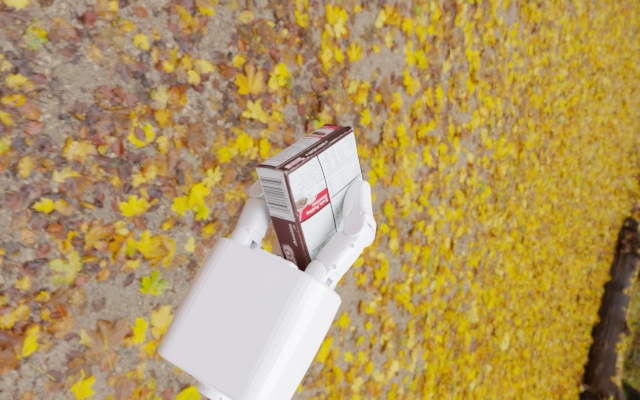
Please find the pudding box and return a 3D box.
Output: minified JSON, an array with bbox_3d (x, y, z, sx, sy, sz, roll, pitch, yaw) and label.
[{"bbox_3d":[0.000,0.001,0.423,0.039,0.114,0.090,15,39,39],"label":"pudding box"}]
